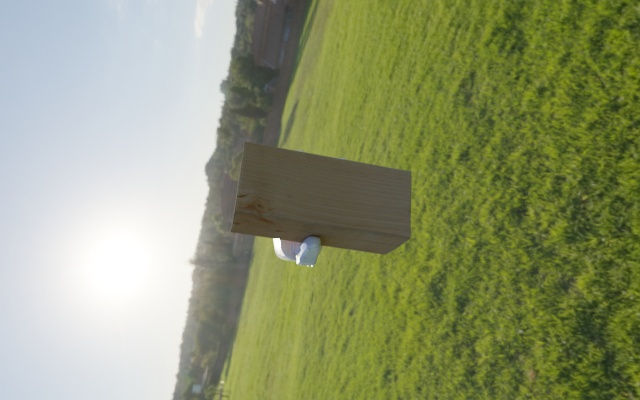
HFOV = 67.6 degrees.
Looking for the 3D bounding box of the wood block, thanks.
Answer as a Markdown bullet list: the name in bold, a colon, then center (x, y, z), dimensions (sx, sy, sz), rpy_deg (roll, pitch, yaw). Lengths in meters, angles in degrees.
- **wood block**: center (0.000, 0.002, 0.593), dimensions (0.206, 0.090, 0.090), rpy_deg (9, -21, -11)
